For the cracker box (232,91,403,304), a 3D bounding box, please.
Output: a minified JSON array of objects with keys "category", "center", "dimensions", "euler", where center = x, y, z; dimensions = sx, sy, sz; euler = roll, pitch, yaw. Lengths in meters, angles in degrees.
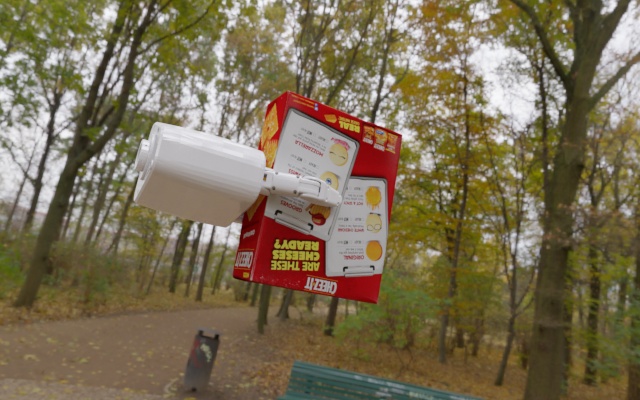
[{"category":"cracker box","center":[0.000,0.002,0.568],"dimensions":[0.164,0.213,0.072],"euler":[16,-12,-26]}]
